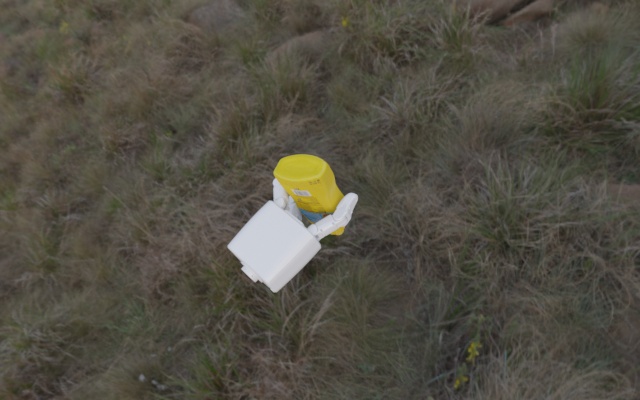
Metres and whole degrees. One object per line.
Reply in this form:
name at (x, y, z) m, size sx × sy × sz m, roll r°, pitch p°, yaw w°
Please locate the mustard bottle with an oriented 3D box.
mustard bottle at (0.000, 0.002, 0.824) m, size 0.096 × 0.058 × 0.192 m, roll 6°, pitch -33°, yaw 30°
